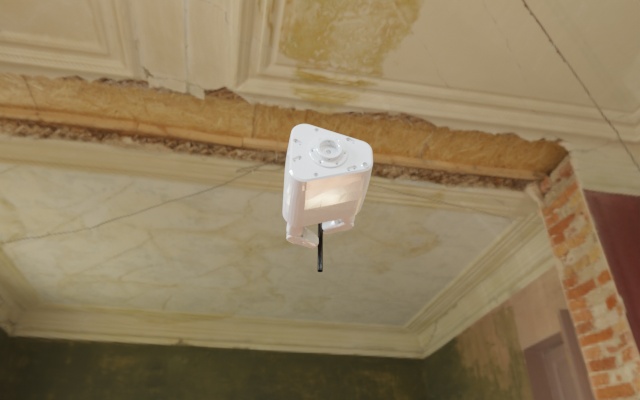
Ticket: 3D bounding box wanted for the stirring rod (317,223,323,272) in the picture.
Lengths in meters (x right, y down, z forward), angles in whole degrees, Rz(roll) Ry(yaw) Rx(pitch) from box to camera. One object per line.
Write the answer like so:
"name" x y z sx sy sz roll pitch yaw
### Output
"stirring rod" 0.000 0.003 0.764 0.011 0.239 0.011 0 -33 0
